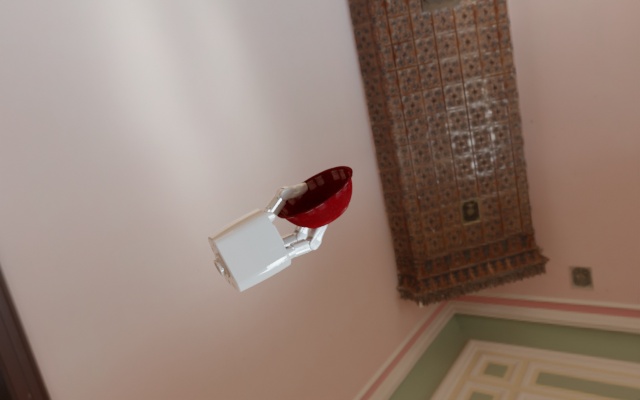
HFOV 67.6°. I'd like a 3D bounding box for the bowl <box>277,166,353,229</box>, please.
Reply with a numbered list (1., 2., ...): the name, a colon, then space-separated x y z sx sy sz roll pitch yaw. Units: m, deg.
1. bowl: 0.001 0.003 0.885 0.162 0.055 0.162 -28 21 12
